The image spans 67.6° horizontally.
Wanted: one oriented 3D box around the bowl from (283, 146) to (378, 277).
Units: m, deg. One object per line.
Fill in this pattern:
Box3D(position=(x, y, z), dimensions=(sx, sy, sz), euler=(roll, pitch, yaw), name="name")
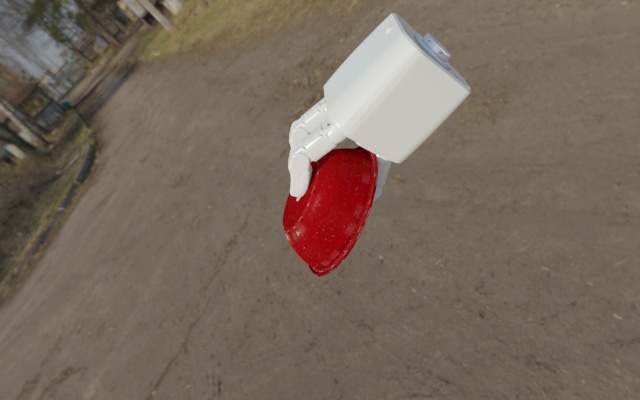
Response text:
Box3D(position=(-0.001, 0.003, 0.549), dimensions=(0.055, 0.162, 0.162), euler=(21, -7, -18), name="bowl")
